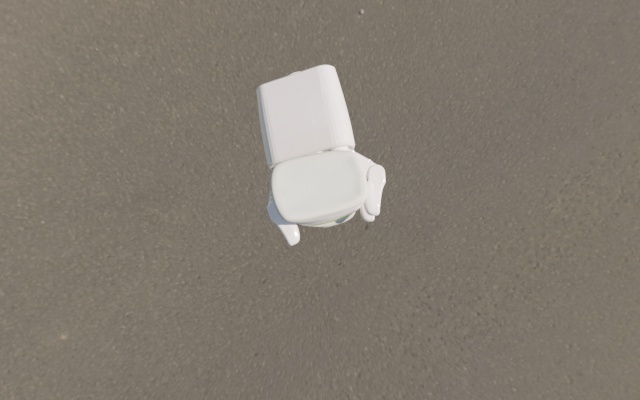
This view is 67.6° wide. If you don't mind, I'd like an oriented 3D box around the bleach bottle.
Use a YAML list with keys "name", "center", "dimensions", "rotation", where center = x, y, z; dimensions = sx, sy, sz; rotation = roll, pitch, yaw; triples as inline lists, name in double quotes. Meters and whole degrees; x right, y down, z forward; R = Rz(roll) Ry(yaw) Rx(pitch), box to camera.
- name: "bleach bottle"
  center: [0.000, 0.002, 0.607]
  dimensions: [0.102, 0.068, 0.251]
  rotation: [-12, -9, -2]
